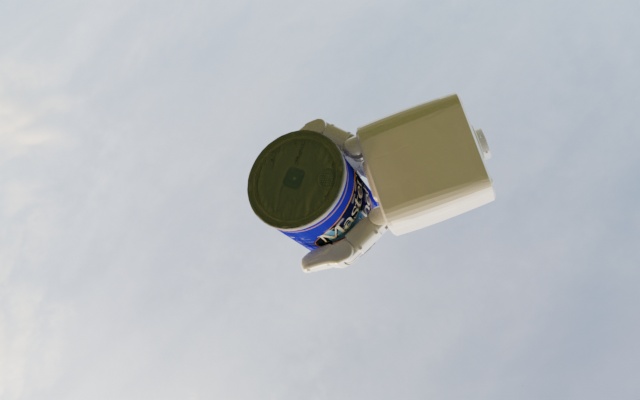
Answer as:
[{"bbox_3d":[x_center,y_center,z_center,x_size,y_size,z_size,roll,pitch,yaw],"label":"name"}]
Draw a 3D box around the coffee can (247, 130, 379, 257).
[{"bbox_3d":[0.000,0.002,0.515,0.103,0.102,0.140,0,-20,23],"label":"coffee can"}]
